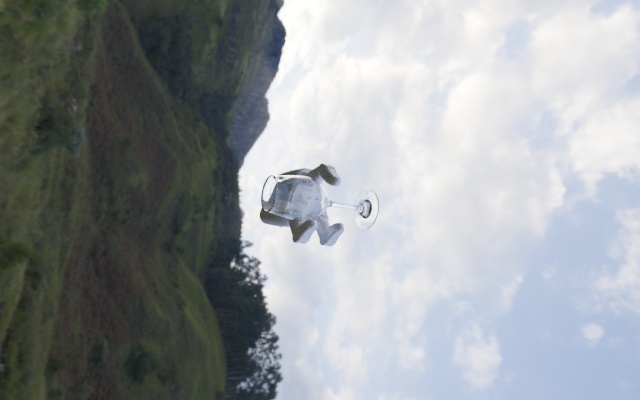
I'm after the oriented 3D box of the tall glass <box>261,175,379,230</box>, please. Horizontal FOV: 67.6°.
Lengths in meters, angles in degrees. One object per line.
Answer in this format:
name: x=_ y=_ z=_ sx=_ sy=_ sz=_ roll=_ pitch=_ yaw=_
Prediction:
tall glass: x=0.001 y=0.003 z=0.828 sx=0.201 sy=0.079 sz=0.079 roll=9 pitch=-5 yaw=-31
